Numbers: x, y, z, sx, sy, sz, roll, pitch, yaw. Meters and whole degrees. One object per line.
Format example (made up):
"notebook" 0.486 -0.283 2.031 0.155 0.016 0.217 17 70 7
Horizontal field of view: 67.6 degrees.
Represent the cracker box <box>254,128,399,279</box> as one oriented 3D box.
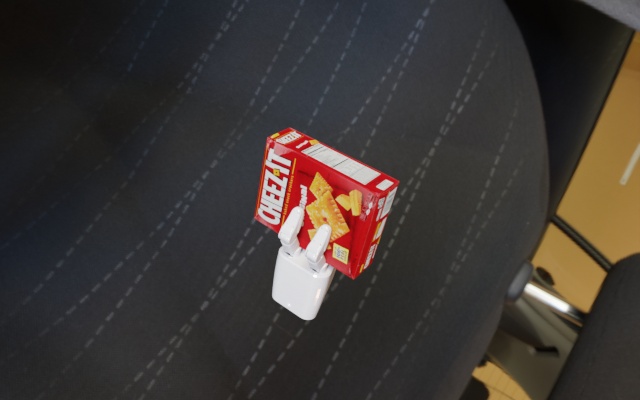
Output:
"cracker box" 0.000 0.003 0.773 0.213 0.164 0.072 29 34 23
